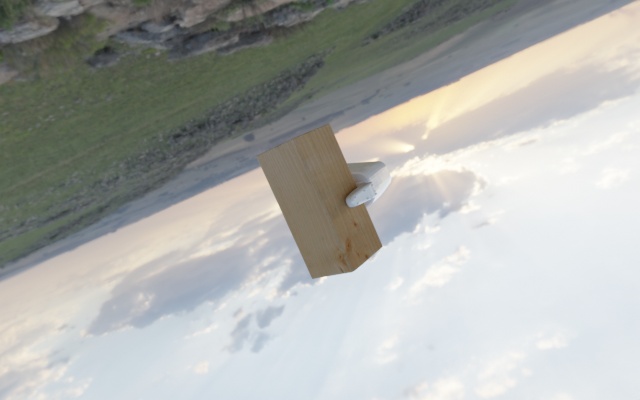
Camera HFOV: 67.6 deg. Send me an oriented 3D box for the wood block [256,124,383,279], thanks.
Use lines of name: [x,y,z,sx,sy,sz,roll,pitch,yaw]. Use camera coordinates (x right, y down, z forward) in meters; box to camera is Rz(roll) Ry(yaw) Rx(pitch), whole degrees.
wood block: [0.001,0.002,0.723,0.091,0.206,0.090,-18,9,43]
